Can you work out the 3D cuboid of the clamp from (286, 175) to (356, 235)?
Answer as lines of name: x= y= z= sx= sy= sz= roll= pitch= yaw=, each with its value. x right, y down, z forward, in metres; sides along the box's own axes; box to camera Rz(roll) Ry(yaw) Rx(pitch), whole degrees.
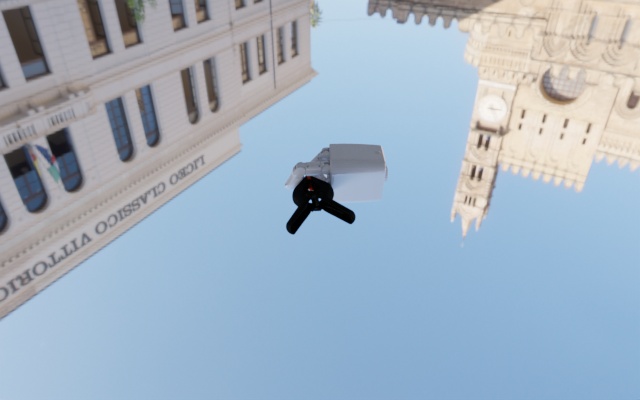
clamp: x=0.000 y=0.003 z=0.877 sx=0.120 sy=0.039 sz=0.171 roll=0 pitch=34 yaw=0
